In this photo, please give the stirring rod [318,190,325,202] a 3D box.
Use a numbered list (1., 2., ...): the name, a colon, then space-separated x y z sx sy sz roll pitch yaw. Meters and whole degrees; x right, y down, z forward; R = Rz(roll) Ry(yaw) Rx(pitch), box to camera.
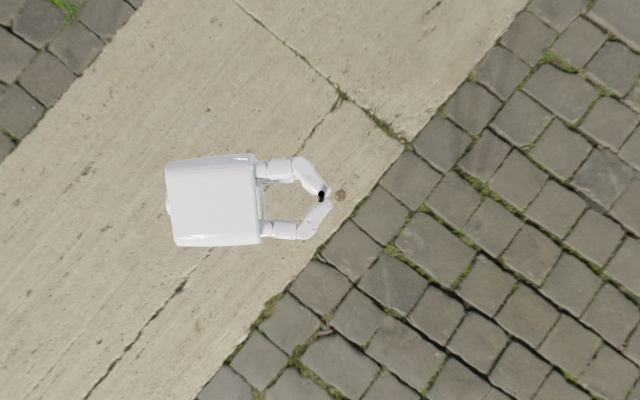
1. stirring rod: 0.000 0.002 0.645 0.011 0.011 0.239 0 -4 0
